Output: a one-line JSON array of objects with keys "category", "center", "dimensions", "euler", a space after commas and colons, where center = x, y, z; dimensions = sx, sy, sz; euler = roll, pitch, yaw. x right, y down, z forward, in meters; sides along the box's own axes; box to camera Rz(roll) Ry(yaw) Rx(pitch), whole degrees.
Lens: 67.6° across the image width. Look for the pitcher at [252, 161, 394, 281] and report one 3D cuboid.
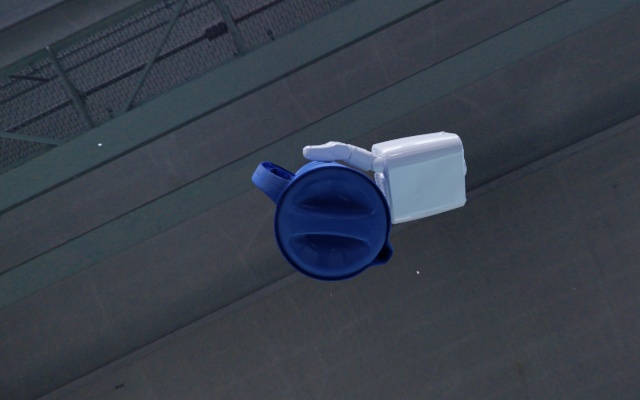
[{"category": "pitcher", "center": [0.000, 0.002, 0.645], "dimensions": [0.145, 0.149, 0.243], "euler": [-14, 10, -1]}]
